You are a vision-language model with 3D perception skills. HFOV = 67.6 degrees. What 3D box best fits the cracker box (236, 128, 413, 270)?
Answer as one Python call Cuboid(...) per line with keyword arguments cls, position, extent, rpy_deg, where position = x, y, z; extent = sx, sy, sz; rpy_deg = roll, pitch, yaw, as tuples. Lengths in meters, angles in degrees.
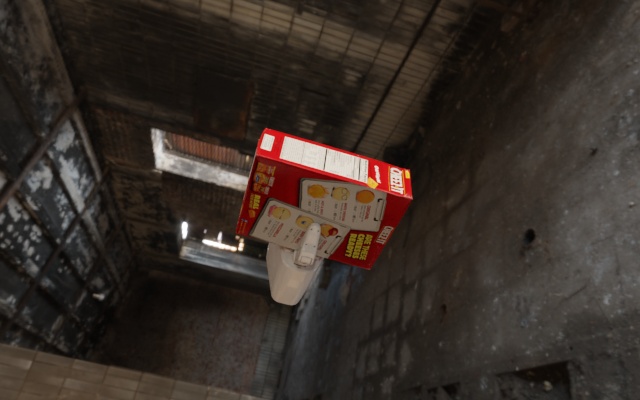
Cuboid(cls="cracker box", position=(0.000, 0.002, 0.685), extent=(0.214, 0.072, 0.164), rpy_deg=(15, -46, -8))
